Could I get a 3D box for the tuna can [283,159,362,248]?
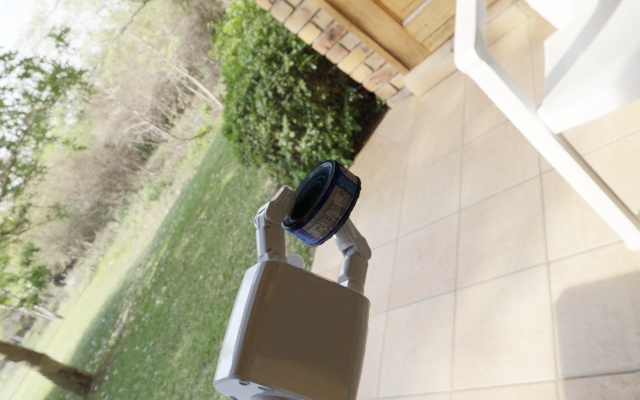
[{"bbox_3d":[0.000,0.001,0.474,0.034,0.086,0.086,36,-13,-19],"label":"tuna can"}]
